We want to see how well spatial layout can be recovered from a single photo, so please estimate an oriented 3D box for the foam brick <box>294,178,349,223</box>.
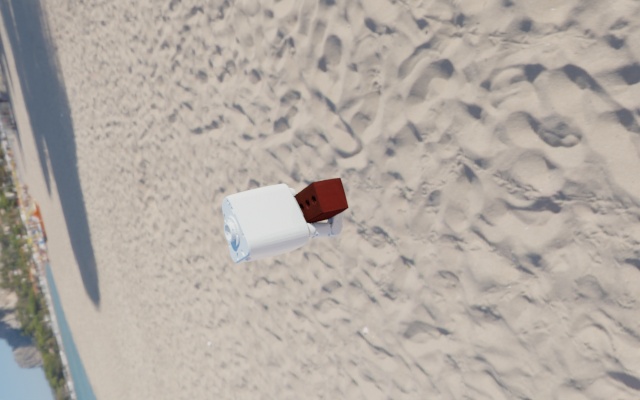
[{"bbox_3d":[0.000,0.002,0.771,0.051,0.053,0.078,-10,-13,-31],"label":"foam brick"}]
